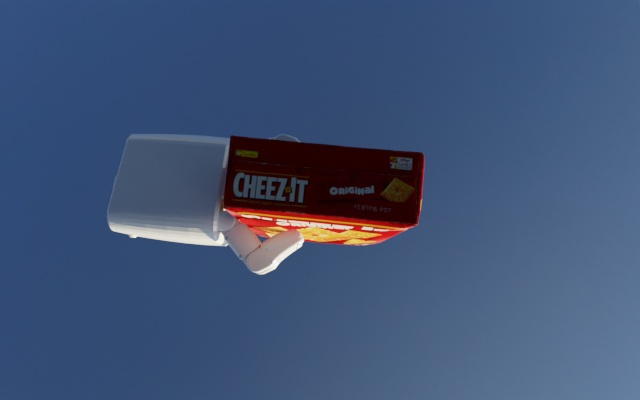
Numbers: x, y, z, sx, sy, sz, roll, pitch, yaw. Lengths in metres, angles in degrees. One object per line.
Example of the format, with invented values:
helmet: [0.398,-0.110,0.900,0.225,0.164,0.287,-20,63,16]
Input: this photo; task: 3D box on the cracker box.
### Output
cracker box: [0.000,0.001,0.493,0.164,0.072,0.214,5,-9,-1]
